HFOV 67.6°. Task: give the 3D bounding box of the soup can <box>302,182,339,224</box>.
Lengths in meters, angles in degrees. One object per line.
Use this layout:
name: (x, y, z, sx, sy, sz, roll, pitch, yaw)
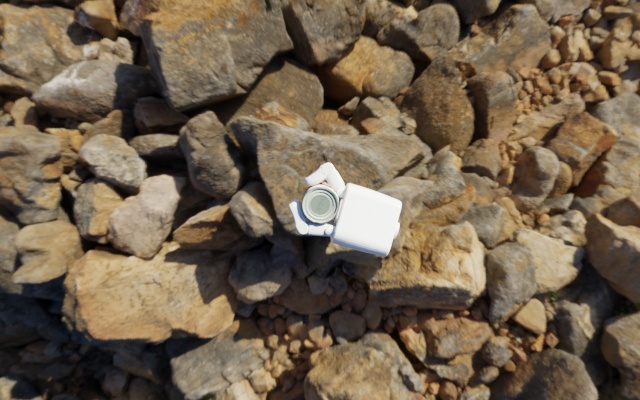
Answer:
soup can: (0.000, 0.003, 0.891, 0.068, 0.068, 0.102, 0, 7, 1)
